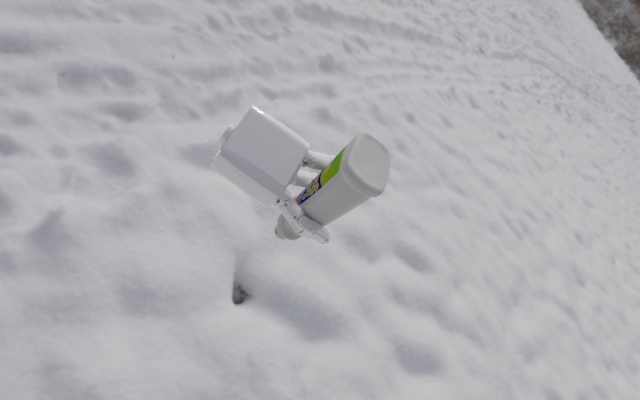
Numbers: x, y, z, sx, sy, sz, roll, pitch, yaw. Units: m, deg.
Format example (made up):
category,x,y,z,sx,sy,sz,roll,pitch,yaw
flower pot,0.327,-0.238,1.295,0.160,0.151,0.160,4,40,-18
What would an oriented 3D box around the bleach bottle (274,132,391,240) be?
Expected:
category,x,y,z,sx,sy,sz,roll,pitch,yaw
bleach bottle,0.000,0.002,0.728,0.068,0.102,0.251,35,-44,-15
